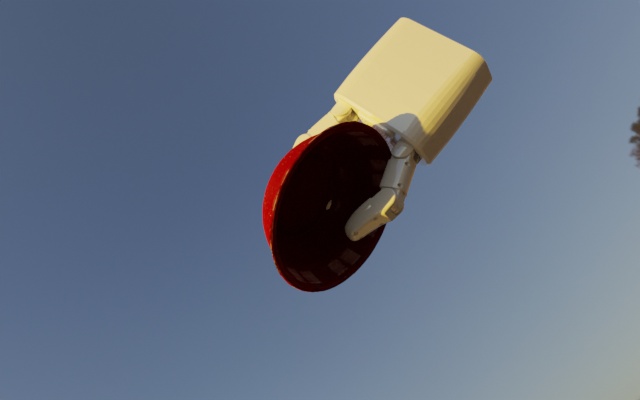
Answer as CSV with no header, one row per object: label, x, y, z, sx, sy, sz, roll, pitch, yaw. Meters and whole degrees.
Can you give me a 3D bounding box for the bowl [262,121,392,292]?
bowl,-0.001,0.002,0.449,0.055,0.162,0.162,22,15,40
